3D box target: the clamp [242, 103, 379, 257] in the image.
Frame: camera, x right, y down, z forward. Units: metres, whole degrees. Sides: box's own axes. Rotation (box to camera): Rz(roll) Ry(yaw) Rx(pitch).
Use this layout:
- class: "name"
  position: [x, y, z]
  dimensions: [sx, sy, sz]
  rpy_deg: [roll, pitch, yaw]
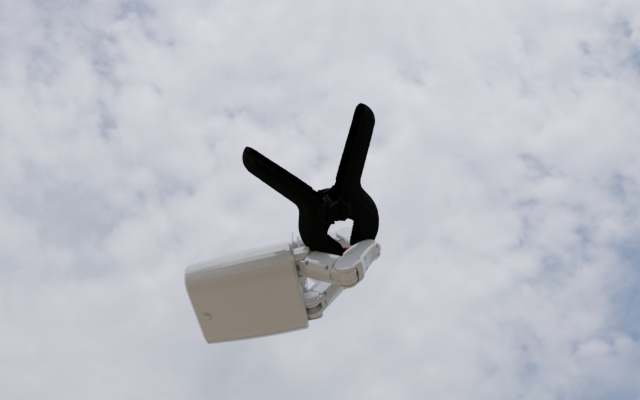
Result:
- class: "clamp"
  position: [0.000, 0.001, 0.449]
  dimensions: [0.120, 0.171, 0.039]
  rpy_deg: [-11, 28, 0]
